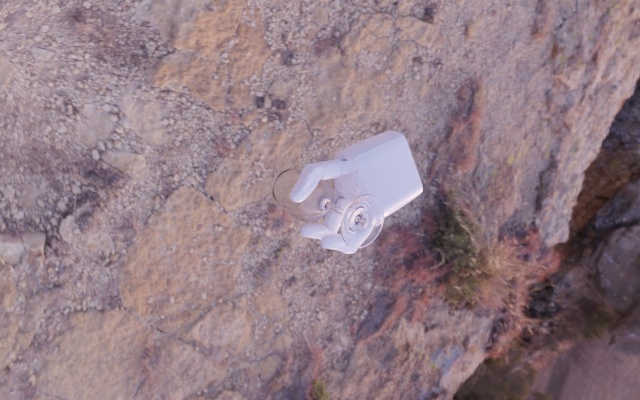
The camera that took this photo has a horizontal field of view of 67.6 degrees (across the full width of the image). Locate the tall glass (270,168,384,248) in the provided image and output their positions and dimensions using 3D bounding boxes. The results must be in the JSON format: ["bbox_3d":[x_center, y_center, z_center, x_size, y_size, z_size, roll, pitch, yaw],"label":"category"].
[{"bbox_3d":[0.000,0.002,0.704,0.079,0.079,0.201,0,15,-36],"label":"tall glass"}]
